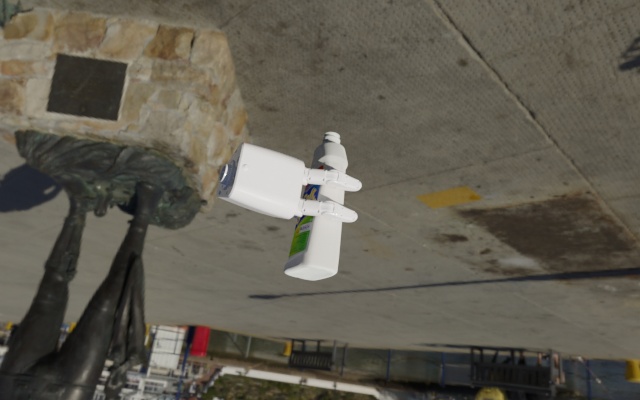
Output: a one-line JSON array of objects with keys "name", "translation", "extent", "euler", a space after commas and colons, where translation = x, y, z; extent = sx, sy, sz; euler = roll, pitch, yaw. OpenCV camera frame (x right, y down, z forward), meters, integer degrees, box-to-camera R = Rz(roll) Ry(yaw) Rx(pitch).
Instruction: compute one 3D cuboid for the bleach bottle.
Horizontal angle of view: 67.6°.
[{"name": "bleach bottle", "translation": [0.000, 0.003, 0.812], "extent": [0.068, 0.250, 0.102], "euler": [18, -23, -24]}]
